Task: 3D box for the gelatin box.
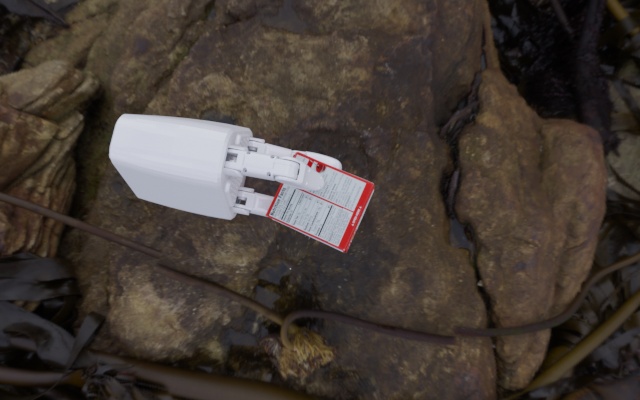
[{"bbox_3d":[0.000,0.002,0.482,0.089,0.073,0.030,23,-7,9],"label":"gelatin box"}]
